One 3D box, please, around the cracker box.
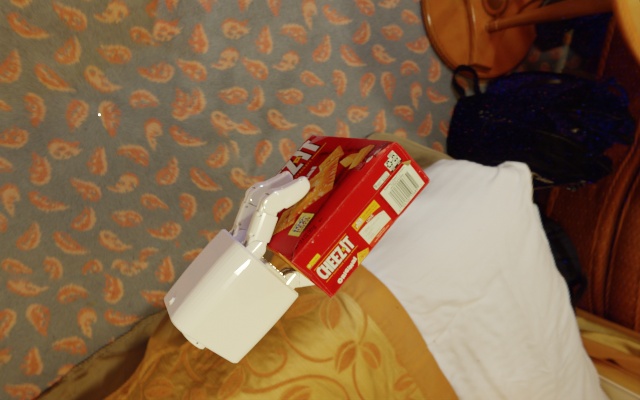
[{"bbox_3d":[0.000,0.002,0.568,0.072,0.164,0.213,46,-11,-24],"label":"cracker box"}]
